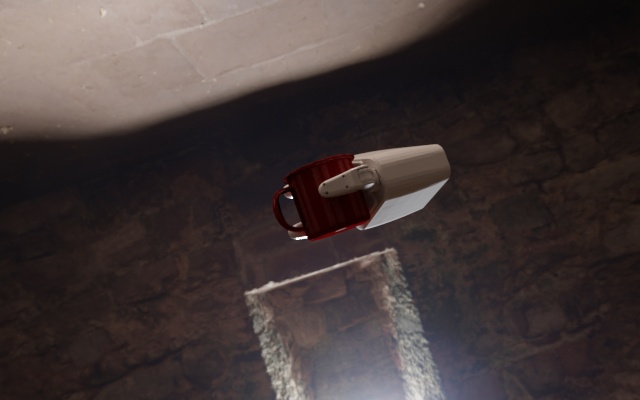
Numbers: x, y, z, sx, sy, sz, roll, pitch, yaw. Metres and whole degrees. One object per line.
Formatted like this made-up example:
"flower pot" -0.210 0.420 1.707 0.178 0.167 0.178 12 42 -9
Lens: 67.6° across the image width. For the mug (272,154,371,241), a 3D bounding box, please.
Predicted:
"mug" -0.001 0.002 0.570 0.117 0.081 0.093 -16 -8 -25
